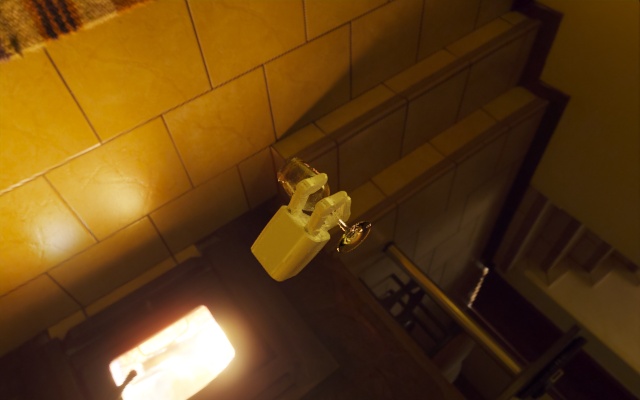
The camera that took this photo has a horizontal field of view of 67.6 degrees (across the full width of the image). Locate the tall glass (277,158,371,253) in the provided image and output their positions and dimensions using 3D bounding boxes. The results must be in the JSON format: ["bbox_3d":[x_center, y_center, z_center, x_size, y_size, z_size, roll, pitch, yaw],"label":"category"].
[{"bbox_3d":[0.001,0.003,0.889,0.079,0.079,0.201,0,39,-50],"label":"tall glass"}]
